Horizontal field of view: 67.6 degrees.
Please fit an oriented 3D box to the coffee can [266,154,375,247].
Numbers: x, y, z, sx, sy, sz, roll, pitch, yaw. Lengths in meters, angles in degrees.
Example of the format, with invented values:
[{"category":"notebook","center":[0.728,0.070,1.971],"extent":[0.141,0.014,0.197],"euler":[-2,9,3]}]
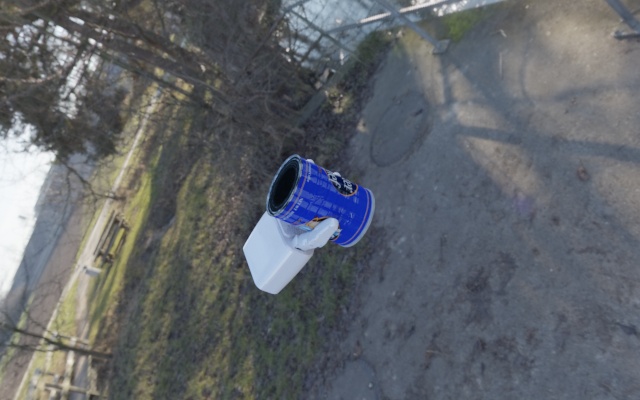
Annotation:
[{"category":"coffee can","center":[0.000,0.002,0.754],"extent":[0.140,0.103,0.103],"euler":[24,-11,-25]}]
